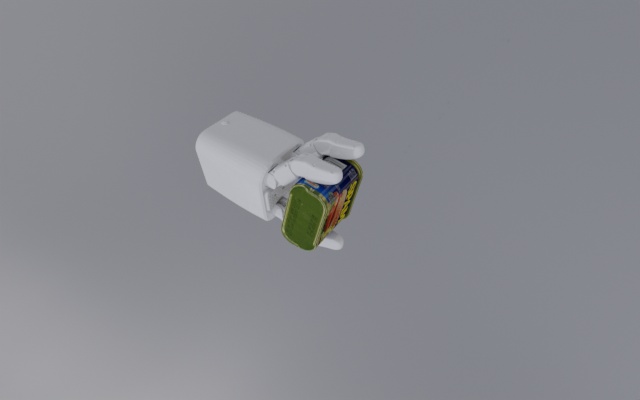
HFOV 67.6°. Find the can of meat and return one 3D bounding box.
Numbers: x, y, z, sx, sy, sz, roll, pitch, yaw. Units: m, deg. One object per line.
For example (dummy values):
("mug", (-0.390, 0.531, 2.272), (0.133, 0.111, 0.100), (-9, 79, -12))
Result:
("can of meat", (0.000, 0.002, 0.584), (0.057, 0.102, 0.084), (31, 45, 15))
